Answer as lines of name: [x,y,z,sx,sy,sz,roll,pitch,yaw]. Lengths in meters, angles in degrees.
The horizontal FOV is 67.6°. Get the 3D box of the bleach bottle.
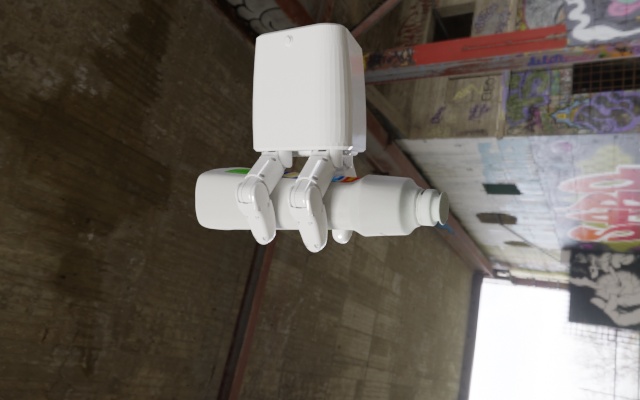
bleach bottle: [0.000,0.002,0.468,0.251,0.068,0.102,2,5,31]
